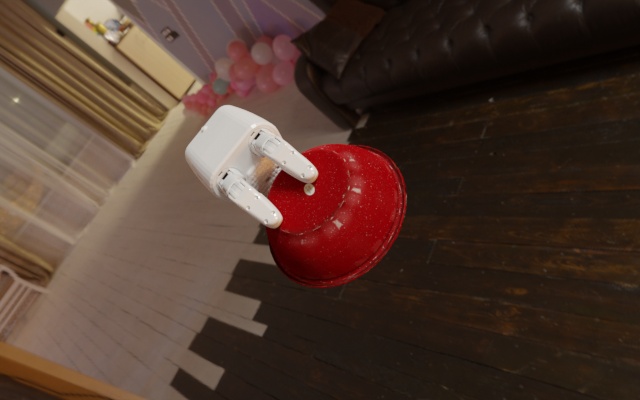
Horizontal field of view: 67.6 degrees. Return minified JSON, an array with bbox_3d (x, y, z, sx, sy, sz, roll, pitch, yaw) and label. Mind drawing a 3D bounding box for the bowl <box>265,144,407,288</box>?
[{"bbox_3d":[0.001,0.002,0.473,0.162,0.162,0.055,0,-26,33],"label":"bowl"}]
